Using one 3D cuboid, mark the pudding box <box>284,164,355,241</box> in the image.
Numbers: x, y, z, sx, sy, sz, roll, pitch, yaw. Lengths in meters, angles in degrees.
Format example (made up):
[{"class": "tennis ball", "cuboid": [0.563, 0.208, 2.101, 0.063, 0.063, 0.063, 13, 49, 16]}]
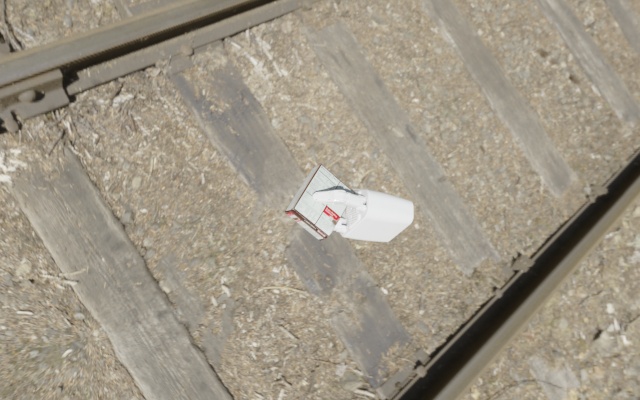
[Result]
[{"class": "pudding box", "cuboid": [0.000, 0.003, 0.883, 0.090, 0.113, 0.039, 39, -29, -15]}]
